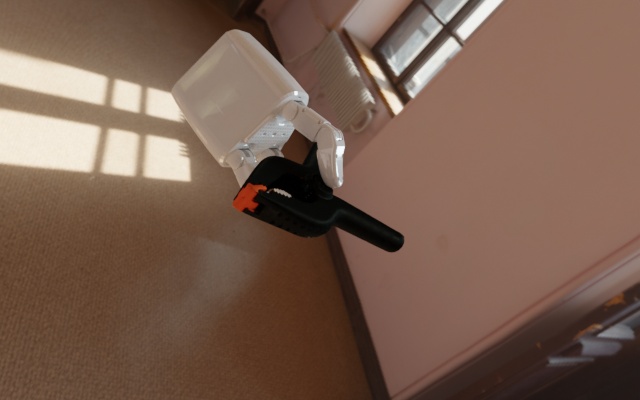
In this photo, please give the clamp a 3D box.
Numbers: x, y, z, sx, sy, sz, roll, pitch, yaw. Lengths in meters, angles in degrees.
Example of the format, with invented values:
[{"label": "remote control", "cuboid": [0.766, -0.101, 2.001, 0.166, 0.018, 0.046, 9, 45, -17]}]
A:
[{"label": "clamp", "cuboid": [0.000, 0.001, 0.485, 0.036, 0.164, 0.210, -48, -17, 26]}]
